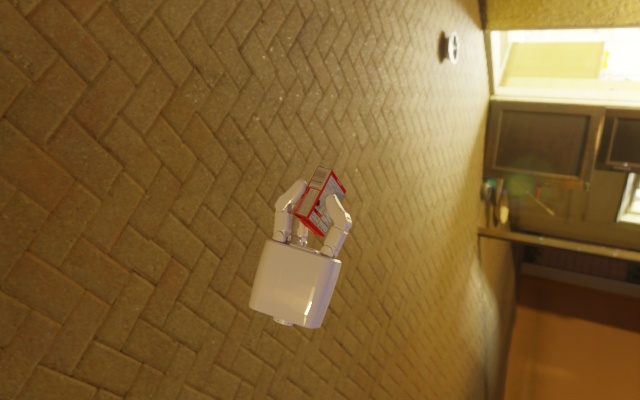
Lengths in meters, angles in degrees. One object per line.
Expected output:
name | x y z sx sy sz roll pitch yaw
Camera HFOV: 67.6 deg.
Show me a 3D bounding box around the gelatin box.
gelatin box | 0.001 0.002 0.745 0.030 0.089 0.073 19 -17 29
